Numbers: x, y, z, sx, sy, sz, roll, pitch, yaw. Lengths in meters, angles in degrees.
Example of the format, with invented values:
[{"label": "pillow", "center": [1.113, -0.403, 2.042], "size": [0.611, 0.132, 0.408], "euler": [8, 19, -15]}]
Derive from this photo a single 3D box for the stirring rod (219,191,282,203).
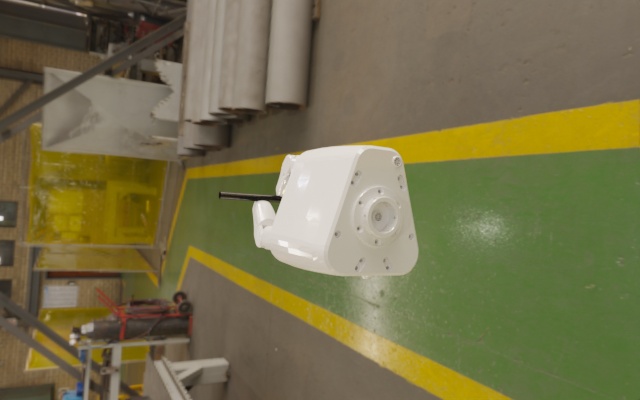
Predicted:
[{"label": "stirring rod", "center": [0.000, 0.002, 0.559], "size": [0.239, 0.011, 0.011], "euler": [4, -2, -28]}]
